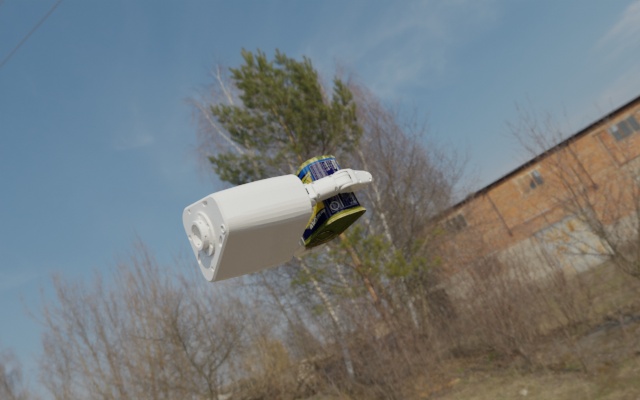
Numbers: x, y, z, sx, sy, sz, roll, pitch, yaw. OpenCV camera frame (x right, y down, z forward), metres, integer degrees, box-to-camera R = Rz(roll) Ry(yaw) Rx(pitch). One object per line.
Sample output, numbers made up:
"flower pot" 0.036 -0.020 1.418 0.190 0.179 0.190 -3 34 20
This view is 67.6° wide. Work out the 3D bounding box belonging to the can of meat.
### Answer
"can of meat" 0.000 0.002 0.613 0.057 0.084 0.102 -16 -19 -34
